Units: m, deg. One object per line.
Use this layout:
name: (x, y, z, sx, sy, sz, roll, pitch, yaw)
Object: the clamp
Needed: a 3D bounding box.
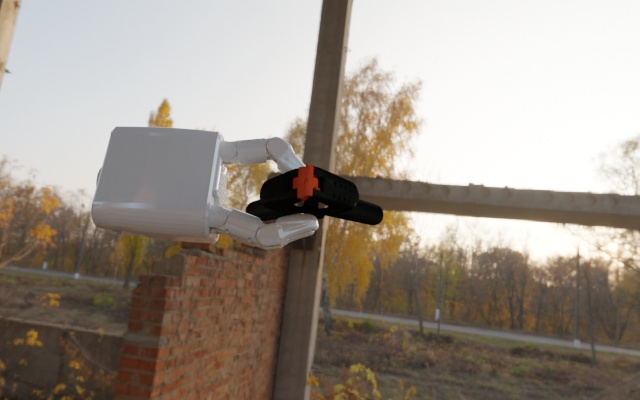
clamp: (0.000, 0.001, 0.492, 0.164, 0.036, 0.210, 2, -10, -5)
